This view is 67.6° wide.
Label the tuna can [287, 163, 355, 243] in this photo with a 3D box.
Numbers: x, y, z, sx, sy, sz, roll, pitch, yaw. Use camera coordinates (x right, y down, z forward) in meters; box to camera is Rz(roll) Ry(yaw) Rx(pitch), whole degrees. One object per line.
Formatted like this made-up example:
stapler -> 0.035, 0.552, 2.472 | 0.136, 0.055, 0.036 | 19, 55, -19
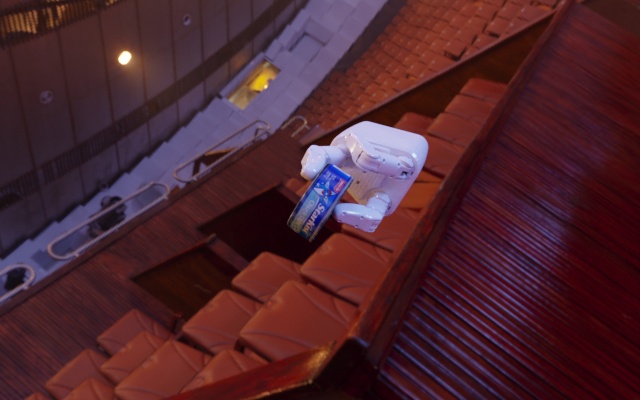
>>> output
tuna can -> 0.000, 0.001, 0.524 | 0.034, 0.086, 0.086 | 34, 2, 3
